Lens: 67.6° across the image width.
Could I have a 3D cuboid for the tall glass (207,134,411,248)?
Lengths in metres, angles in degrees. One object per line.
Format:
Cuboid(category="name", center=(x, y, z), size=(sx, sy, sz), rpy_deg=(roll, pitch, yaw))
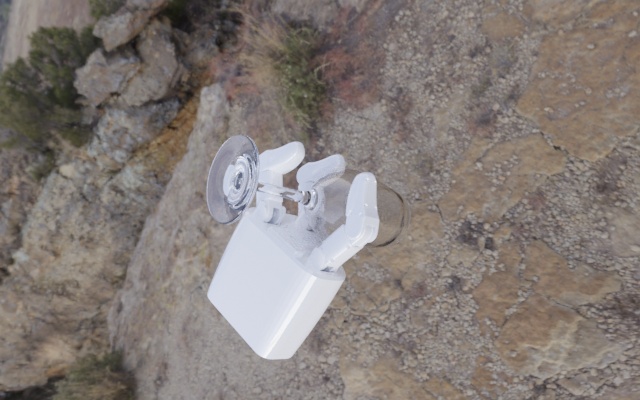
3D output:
Cuboid(category="tall glass", center=(0.000, 0.001, 0.448), size=(0.201, 0.079, 0.079), rpy_deg=(14, -9, -41))
